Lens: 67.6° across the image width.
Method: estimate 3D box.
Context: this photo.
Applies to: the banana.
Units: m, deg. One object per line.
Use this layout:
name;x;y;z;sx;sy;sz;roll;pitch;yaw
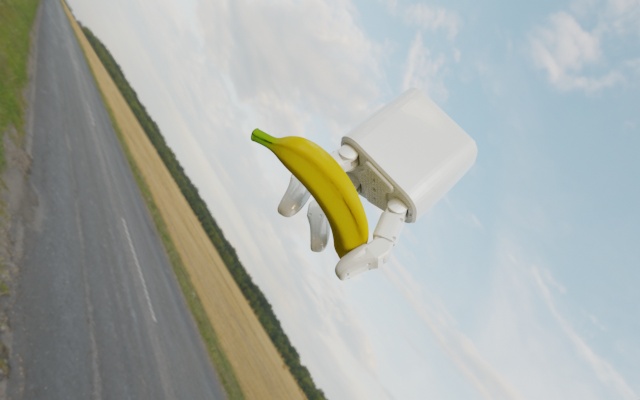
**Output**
banana;0.011;0.004;0.458;0.069;0.037;0.198;21;-28;46
